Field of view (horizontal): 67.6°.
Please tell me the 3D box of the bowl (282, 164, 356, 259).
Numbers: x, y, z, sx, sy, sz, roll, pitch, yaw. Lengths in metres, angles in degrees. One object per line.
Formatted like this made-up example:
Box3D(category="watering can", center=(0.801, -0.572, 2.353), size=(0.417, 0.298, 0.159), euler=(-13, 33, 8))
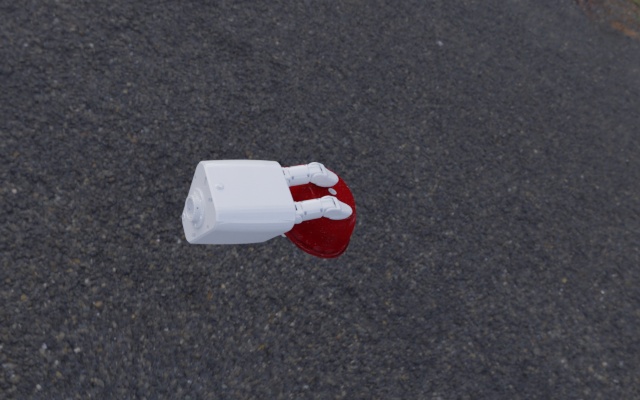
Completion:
Box3D(category="bowl", center=(0.001, 0.002, 0.704), size=(0.162, 0.162, 0.055), euler=(0, -32, -49))
